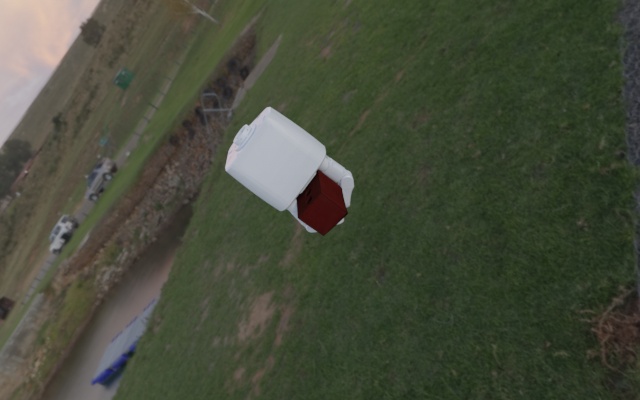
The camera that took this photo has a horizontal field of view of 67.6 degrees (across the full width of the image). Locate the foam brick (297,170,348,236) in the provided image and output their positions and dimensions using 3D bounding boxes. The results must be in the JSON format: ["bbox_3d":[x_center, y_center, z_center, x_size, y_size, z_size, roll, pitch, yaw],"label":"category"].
[{"bbox_3d":[0.000,0.002,0.696,0.051,0.053,0.078,36,21,-23],"label":"foam brick"}]
